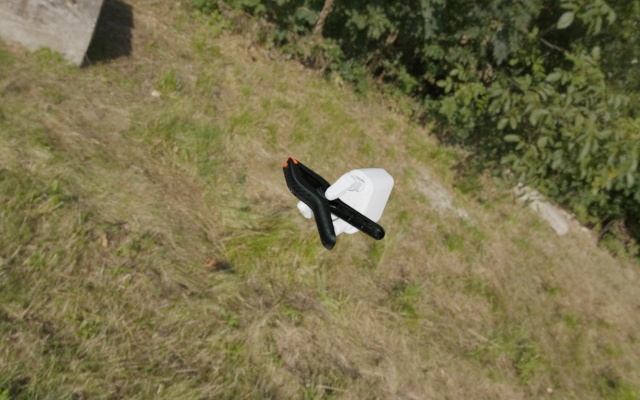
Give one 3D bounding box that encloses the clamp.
[{"bbox_3d":[0.000,0.002,0.795,0.210,0.036,0.164,44,25,19],"label":"clamp"}]
